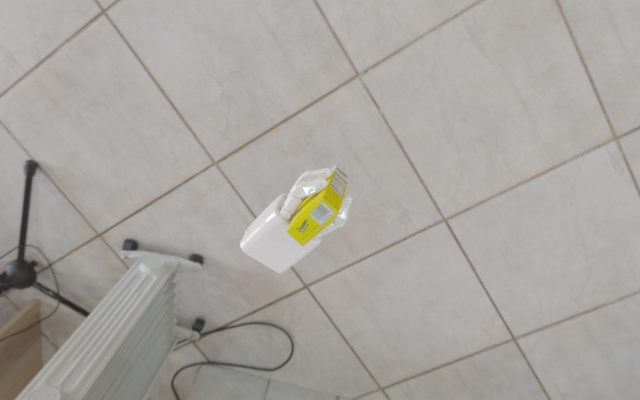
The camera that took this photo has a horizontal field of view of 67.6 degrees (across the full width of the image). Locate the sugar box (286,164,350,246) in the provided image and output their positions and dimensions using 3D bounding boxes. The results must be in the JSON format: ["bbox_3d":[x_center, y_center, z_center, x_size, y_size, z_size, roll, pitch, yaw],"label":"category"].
[{"bbox_3d":[0.000,0.003,0.865,0.093,0.048,0.176,-42,13,22],"label":"sugar box"}]
